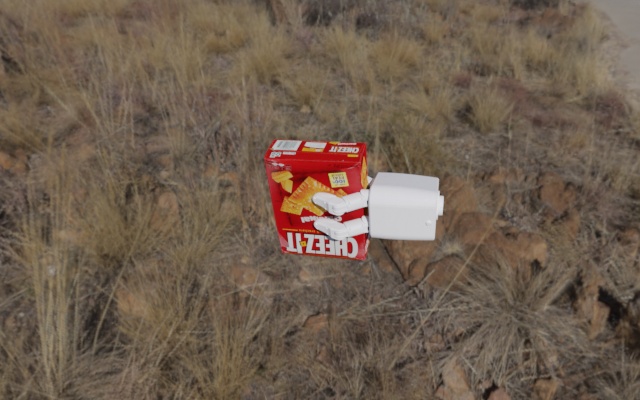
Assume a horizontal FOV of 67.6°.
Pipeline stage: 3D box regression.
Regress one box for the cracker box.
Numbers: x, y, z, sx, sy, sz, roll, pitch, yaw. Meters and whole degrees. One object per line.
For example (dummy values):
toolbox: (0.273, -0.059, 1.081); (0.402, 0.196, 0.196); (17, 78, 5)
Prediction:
cracker box: (0.000, 0.002, 0.838); (0.164, 0.214, 0.072); (4, 37, 14)
